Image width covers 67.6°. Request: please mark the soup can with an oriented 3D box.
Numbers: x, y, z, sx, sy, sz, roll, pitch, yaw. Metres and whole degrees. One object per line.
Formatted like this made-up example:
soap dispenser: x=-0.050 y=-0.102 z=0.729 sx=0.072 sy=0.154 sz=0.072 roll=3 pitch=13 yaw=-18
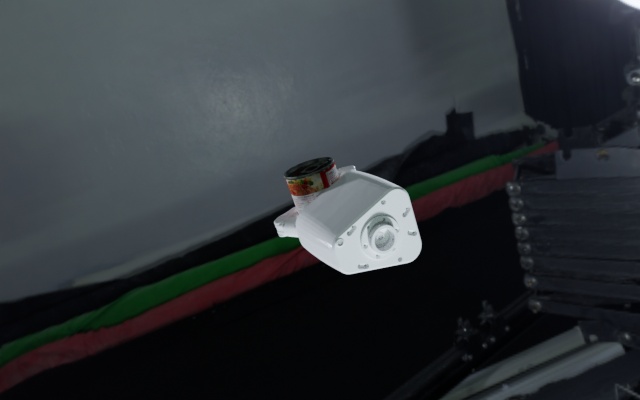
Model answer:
soup can: x=0.000 y=0.002 z=0.631 sx=0.068 sy=0.102 sz=0.068 roll=-17 pitch=19 yaw=6
